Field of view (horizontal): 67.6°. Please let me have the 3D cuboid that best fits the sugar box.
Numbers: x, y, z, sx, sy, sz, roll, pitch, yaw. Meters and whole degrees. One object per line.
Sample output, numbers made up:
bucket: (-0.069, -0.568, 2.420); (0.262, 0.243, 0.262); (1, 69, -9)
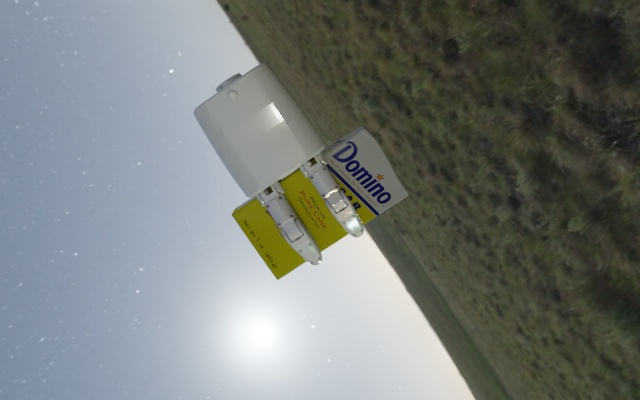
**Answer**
sugar box: (0.000, 0.002, 0.537); (0.176, 0.093, 0.048); (-34, 10, 3)
